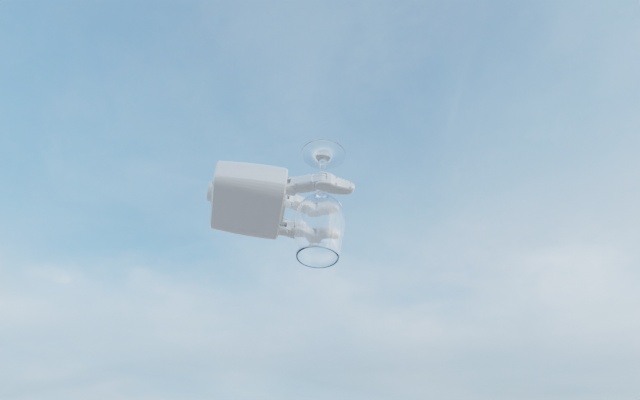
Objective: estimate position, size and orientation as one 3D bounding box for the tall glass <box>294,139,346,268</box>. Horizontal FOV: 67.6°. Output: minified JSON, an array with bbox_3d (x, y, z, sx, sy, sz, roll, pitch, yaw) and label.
[{"bbox_3d":[0.000,0.002,0.740,0.079,0.200,0.079,2,-37,1],"label":"tall glass"}]
